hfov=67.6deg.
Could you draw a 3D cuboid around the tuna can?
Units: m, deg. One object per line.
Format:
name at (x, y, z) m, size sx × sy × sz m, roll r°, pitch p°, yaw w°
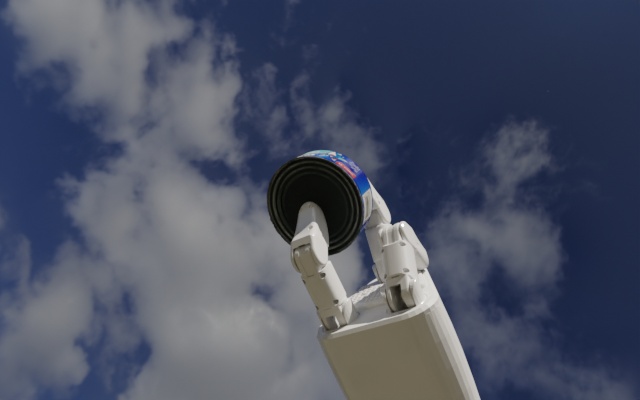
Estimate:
tuna can at (0.000, 0.001, 0.403) m, size 0.086 × 0.086 × 0.033 m, roll 0°, pitch 17°, yaw 23°
